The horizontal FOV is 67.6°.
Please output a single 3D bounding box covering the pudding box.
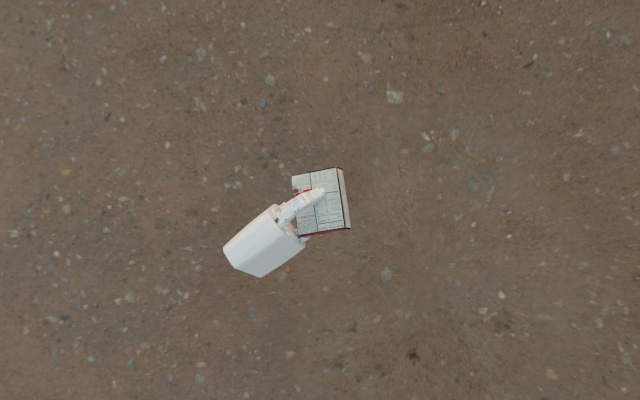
[{"bbox_3d":[0.000,0.003,0.838,0.090,0.113,0.039,-10,-7,16],"label":"pudding box"}]
